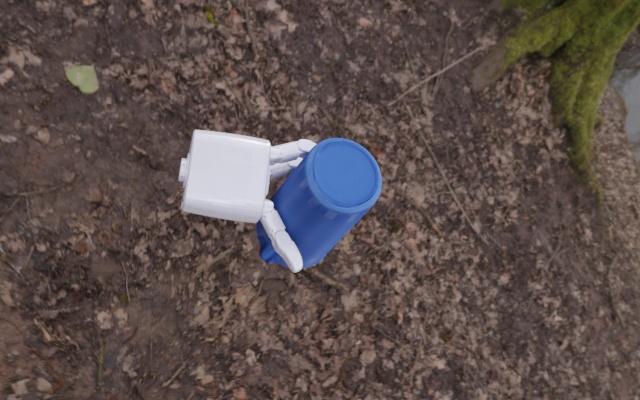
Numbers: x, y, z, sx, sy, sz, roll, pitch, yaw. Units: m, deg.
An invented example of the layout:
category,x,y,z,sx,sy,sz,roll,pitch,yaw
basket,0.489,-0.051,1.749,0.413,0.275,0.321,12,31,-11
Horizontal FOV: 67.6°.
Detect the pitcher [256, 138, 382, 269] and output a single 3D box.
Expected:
category,x,y,z,sx,sy,sz,roll,pitch,yaw
pitcher,0.000,0.002,0.713,0.145,0.149,0.243,8,-24,-18
